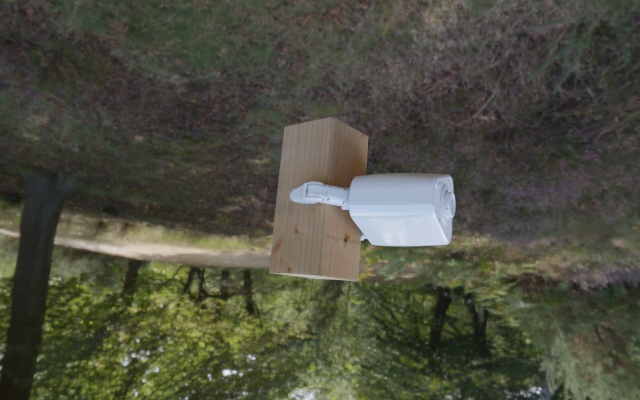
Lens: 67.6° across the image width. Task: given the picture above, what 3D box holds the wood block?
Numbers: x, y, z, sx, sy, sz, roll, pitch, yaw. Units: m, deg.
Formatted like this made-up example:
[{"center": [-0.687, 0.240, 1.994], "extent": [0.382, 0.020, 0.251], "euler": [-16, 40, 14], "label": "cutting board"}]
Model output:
[{"center": [0.000, 0.002, 0.660], "extent": [0.090, 0.206, 0.091], "euler": [-4, -14, 39], "label": "wood block"}]
